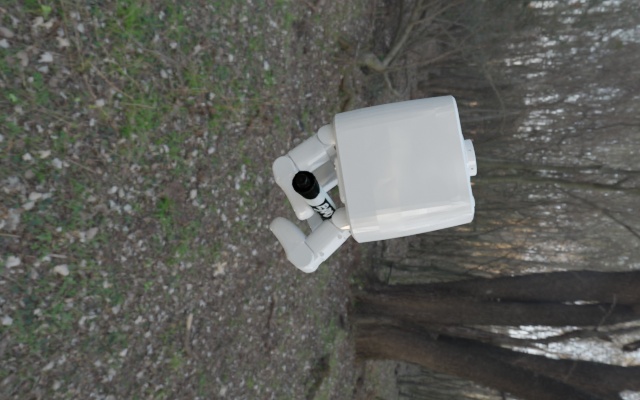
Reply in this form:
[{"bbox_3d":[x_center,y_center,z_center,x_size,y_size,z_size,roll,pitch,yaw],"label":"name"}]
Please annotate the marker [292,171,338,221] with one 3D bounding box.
[{"bbox_3d":[0.000,0.001,0.407,0.020,0.020,0.121,0,-17,14],"label":"marker"}]
